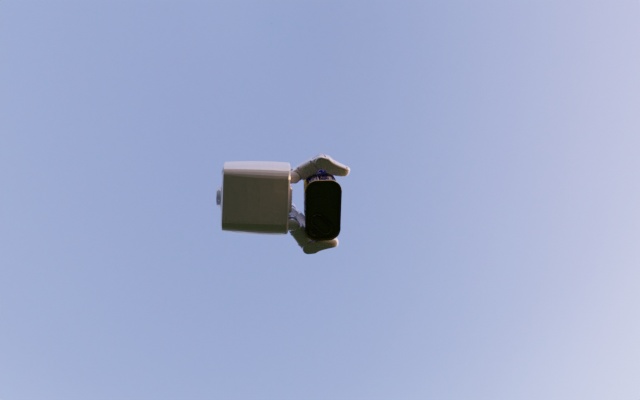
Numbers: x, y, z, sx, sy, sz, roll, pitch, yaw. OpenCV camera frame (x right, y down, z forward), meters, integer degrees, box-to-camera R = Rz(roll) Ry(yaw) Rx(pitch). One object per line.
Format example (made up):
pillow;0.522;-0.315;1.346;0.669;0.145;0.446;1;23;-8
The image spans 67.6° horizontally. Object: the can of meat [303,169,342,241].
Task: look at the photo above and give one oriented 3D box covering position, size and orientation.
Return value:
can of meat;0.000;0.002;0.782;0.057;0.102;0.084;-1;20;-6
